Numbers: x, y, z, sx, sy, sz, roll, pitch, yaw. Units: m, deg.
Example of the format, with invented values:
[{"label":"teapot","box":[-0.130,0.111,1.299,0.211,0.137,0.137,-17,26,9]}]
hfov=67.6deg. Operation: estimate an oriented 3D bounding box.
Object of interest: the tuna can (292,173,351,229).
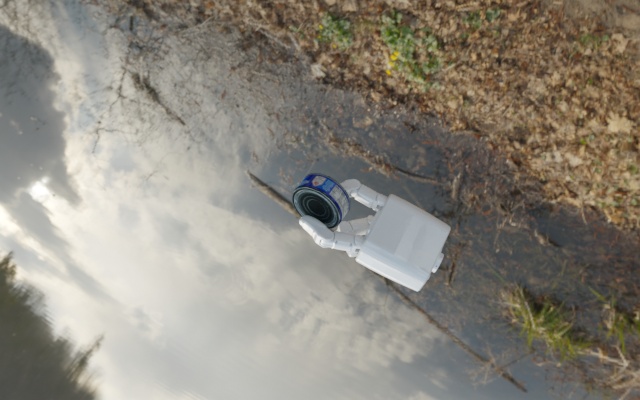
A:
[{"label":"tuna can","box":[0.000,0.003,0.717,0.086,0.086,0.033,0,40,39]}]
